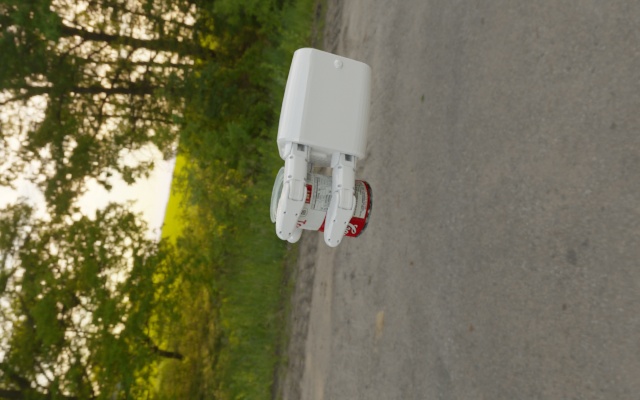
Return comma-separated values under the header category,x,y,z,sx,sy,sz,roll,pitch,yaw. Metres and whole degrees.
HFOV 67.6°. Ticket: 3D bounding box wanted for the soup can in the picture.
category,x,y,z,sx,sy,sz,roll,pitch,yaw
soup can,0.000,0.002,0.550,0.102,0.068,0.068,11,-3,-18
